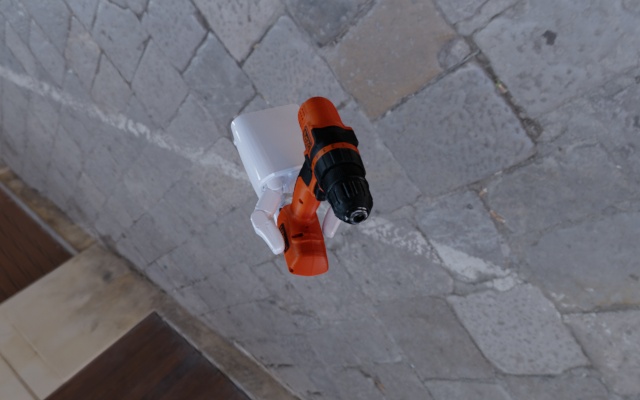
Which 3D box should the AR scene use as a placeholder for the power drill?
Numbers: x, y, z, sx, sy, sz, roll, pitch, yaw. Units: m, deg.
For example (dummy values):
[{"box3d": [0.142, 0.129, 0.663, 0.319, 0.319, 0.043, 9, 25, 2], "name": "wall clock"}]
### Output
[{"box3d": [0.000, 0.002, 0.550, 0.057, 0.188, 0.184, 2, 43, -18], "name": "power drill"}]
